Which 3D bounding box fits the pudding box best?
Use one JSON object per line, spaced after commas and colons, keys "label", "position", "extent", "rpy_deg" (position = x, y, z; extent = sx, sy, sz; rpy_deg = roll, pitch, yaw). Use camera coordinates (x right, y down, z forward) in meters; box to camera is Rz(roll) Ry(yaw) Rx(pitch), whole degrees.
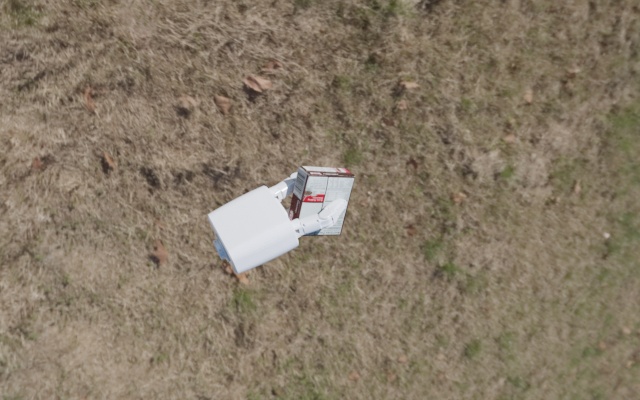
{"label": "pudding box", "position": [0.000, 0.003, 0.781], "extent": [0.090, 0.113, 0.039], "rpy_deg": [0, 26, -29]}
